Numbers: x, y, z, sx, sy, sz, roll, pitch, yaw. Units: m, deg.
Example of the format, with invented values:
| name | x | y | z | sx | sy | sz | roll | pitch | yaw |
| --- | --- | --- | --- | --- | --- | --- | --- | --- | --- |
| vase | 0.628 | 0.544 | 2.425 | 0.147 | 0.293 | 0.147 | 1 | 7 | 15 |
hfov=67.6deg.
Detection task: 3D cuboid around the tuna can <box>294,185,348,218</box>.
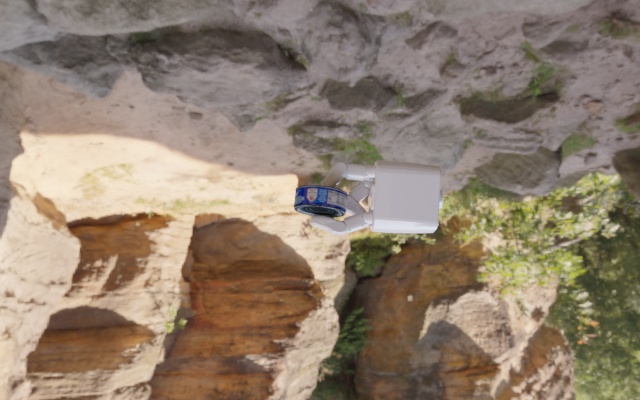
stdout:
| name | x | y | z | sx | sy | sz | roll | pitch | yaw |
| --- | --- | --- | --- | --- | --- | --- | --- | --- | --- |
| tuna can | 0.000 | 0.003 | 0.767 | 0.086 | 0.033 | 0.086 | 6 | -13 | 1 |
